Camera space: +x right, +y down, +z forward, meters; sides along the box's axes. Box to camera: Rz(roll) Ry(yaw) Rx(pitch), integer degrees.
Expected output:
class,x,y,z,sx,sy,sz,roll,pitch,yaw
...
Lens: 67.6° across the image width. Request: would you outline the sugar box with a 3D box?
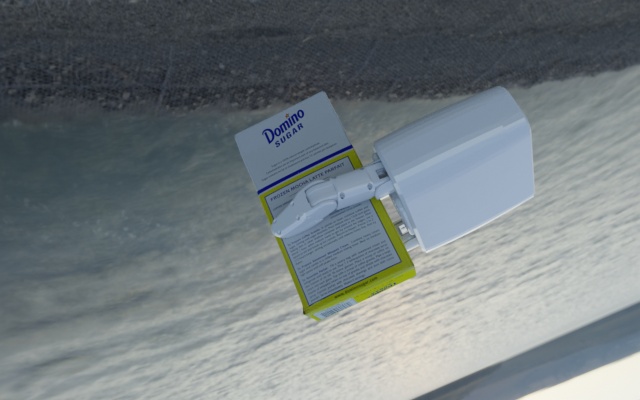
class,x,y,z,sx,sy,sz,roll,pitch,yaw
sugar box,0.000,0.002,0.407,0.093,0.176,0.048,-25,-25,4
